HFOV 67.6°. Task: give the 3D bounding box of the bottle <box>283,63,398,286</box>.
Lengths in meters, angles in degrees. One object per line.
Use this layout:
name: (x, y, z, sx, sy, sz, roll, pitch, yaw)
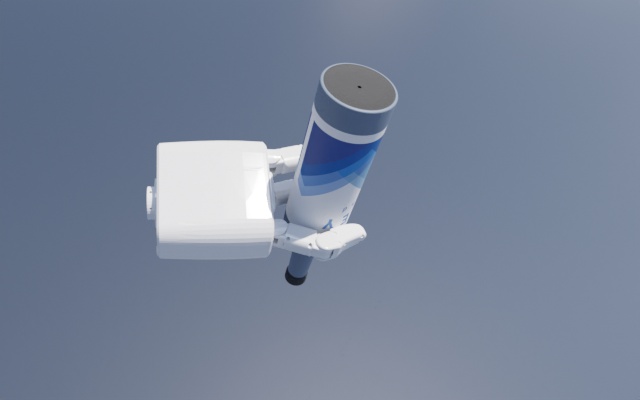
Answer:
bottle: (0.000, 0.001, 0.498, 0.069, 0.069, 0.296, 0, -40, -17)
